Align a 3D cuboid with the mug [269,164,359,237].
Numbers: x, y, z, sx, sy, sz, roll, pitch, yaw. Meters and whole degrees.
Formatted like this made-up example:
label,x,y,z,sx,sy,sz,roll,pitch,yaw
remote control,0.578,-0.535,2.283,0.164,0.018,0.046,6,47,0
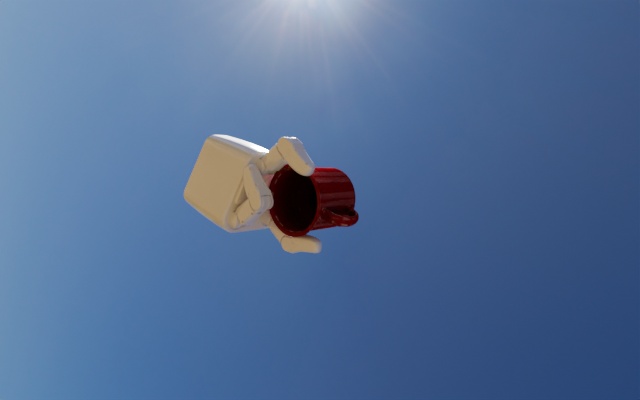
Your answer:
label,x,y,z,sx,sy,sz,roll,pitch,yaw
mug,0.001,0.002,0.618,0.117,0.093,0.081,28,21,37
